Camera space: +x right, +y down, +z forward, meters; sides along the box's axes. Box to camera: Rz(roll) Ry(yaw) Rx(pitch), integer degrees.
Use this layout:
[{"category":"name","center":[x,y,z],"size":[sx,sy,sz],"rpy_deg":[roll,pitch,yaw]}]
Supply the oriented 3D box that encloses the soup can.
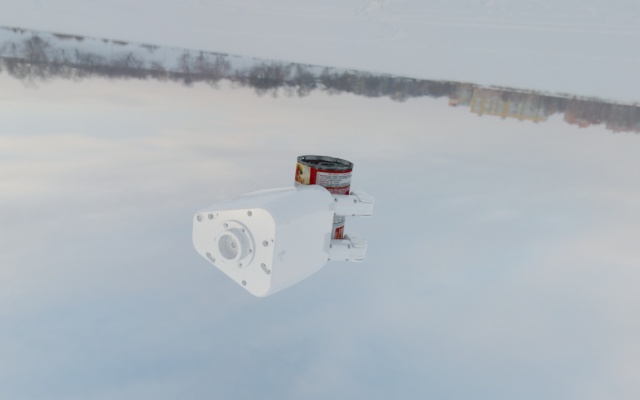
[{"category":"soup can","center":[0.000,0.002,0.576],"size":[0.068,0.102,0.068],"rpy_deg":[6,15,-2]}]
